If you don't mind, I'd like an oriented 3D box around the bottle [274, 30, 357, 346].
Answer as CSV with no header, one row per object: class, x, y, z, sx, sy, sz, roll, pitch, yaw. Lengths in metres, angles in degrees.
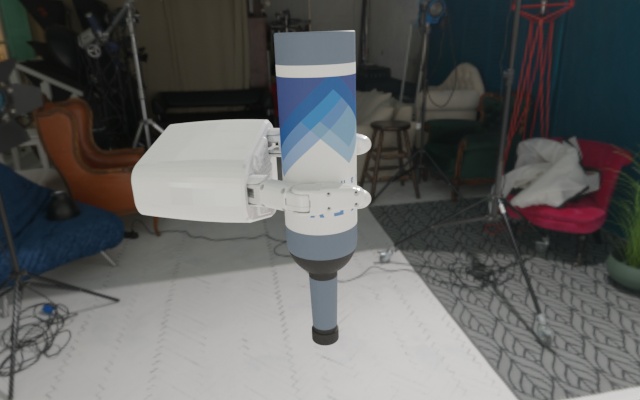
bottle,0.000,0.001,0.438,0.069,0.296,0.069,-2,19,1
